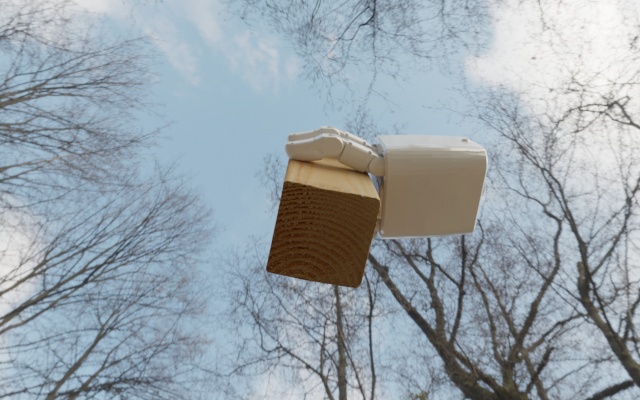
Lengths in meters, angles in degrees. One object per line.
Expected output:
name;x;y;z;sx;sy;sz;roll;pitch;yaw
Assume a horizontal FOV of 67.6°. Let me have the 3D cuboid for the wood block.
wood block;0.000;0.002;0.520;0.090;0.091;0.206;11;17;-4
